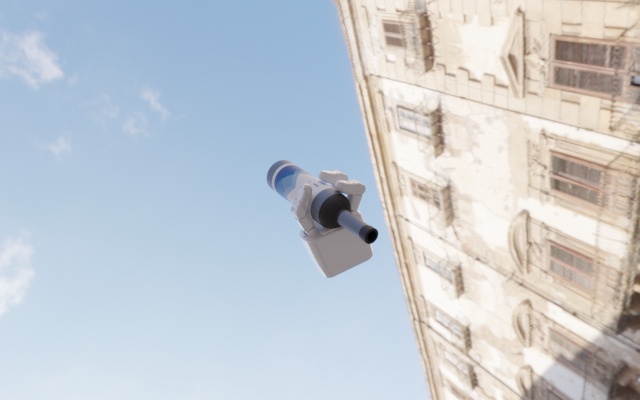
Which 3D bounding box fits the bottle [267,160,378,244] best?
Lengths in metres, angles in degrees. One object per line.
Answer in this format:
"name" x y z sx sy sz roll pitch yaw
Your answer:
"bottle" 0.000 0.003 0.855 0.069 0.069 0.295 0 21 -36
